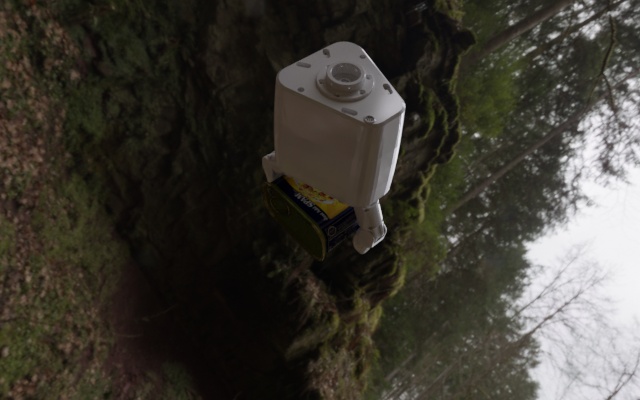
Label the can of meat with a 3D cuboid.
[{"bbox_3d":[0.000,0.002,0.521,0.084,0.057,0.102,-34,59,-24],"label":"can of meat"}]
